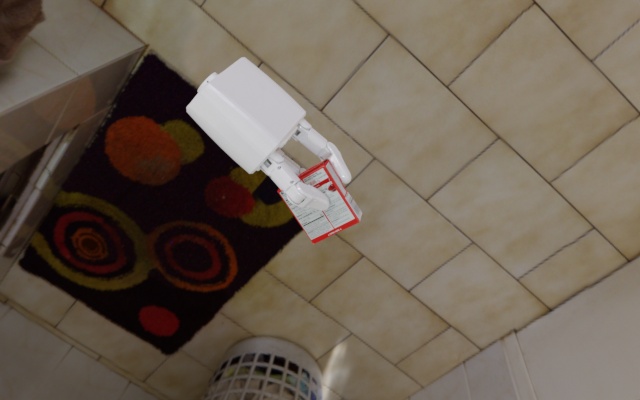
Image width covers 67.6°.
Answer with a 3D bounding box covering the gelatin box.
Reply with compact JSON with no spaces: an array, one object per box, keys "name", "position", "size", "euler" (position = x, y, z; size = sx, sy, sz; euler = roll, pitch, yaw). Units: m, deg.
[{"name":"gelatin box","position":[0.000,0.002,0.611],"size":[0.073,0.089,0.030],"euler":[-28,13,23]}]
